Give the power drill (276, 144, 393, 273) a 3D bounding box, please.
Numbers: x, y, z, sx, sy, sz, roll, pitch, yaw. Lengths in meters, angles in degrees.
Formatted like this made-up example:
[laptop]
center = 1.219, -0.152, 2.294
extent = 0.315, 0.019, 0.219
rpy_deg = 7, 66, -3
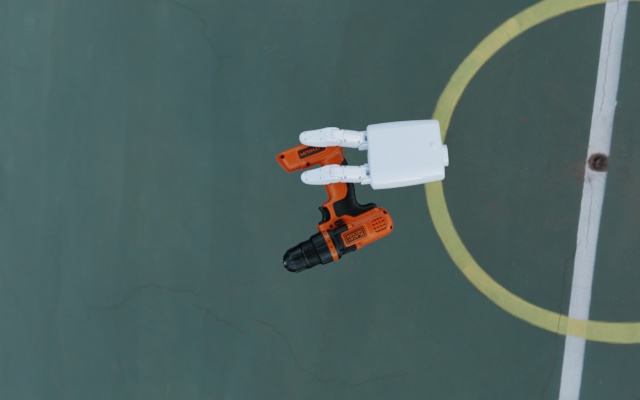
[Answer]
[power drill]
center = 0.000, 0.002, 0.748
extent = 0.184, 0.187, 0.057
rpy_deg = -23, 3, -7
